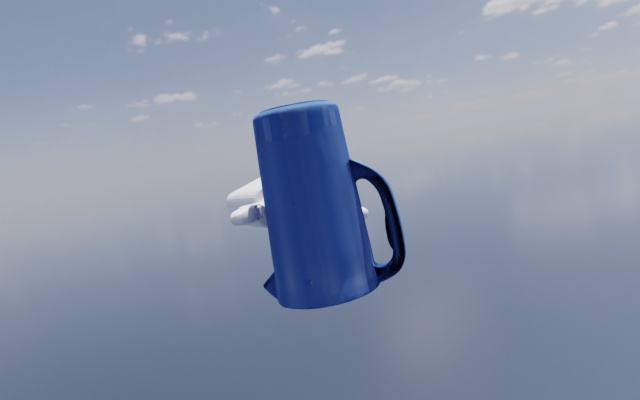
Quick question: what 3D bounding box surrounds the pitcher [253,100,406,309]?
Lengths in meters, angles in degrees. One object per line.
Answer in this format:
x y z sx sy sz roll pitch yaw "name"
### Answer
0.000 0.002 0.599 0.149 0.243 0.145 -14 7 -32 "pitcher"
